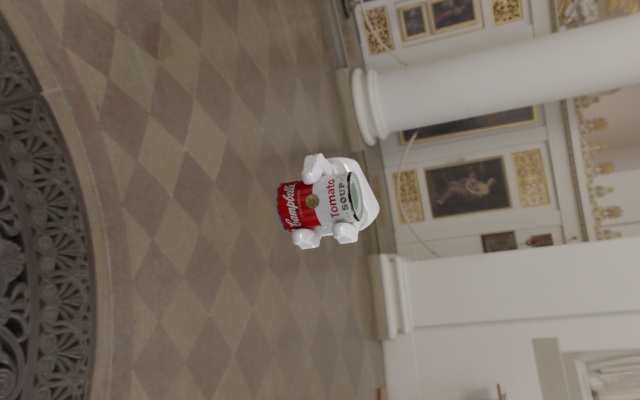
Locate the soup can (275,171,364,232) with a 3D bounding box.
[{"bbox_3d":[0.000,0.002,0.633,0.102,0.068,0.068,-9,-3,17],"label":"soup can"}]
